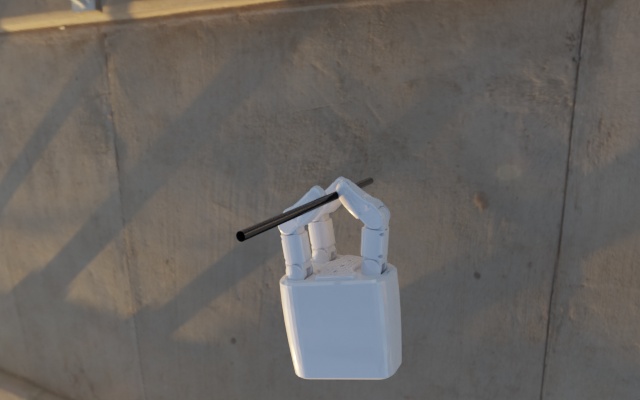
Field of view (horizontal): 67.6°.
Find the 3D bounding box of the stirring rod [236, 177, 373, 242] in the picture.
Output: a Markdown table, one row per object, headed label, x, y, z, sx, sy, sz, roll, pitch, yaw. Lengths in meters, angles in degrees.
| label | x | y | z | sx | sy | sz | roll | pitch | yaw |
| --- | --- | --- | --- | --- | --- | --- | --- | --- | --- |
| stirring rod | 0.000 | 0.001 | 0.441 | 0.011 | 0.011 | 0.239 | 0 | 12 | 29 |
